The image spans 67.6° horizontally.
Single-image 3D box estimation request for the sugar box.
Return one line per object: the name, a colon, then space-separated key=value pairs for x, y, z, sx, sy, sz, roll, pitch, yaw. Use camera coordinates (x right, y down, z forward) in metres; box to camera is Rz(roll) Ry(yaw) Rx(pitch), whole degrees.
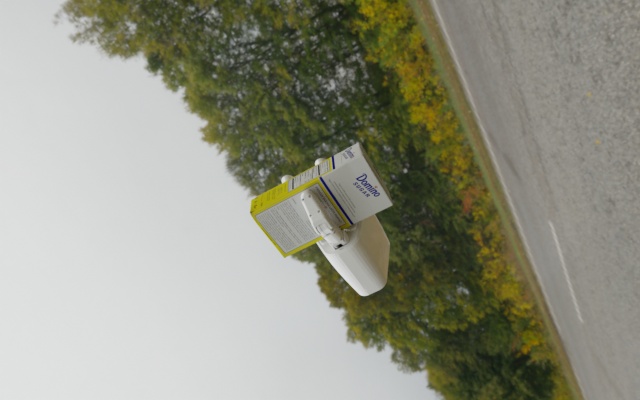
sugar box: x=0.000 y=0.002 z=0.659 sx=0.176 sy=0.093 sz=0.048 roll=-28 pitch=31 yaw=12
